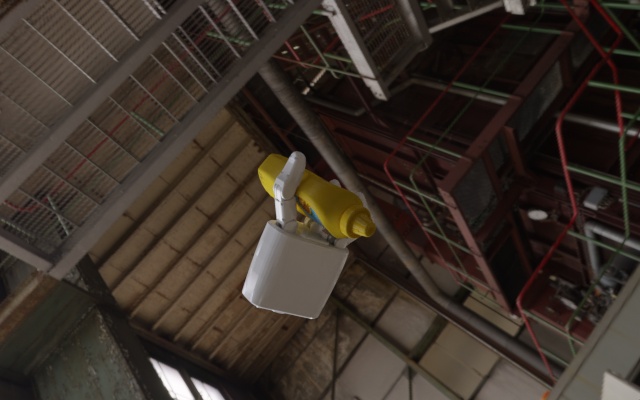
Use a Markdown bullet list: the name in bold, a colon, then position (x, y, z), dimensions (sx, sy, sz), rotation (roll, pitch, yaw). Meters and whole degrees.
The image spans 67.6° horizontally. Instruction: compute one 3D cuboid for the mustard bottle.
- **mustard bottle**: position (0.000, 0.002, 0.624), dimensions (0.191, 0.058, 0.096), rotation (30, -14, 46)
